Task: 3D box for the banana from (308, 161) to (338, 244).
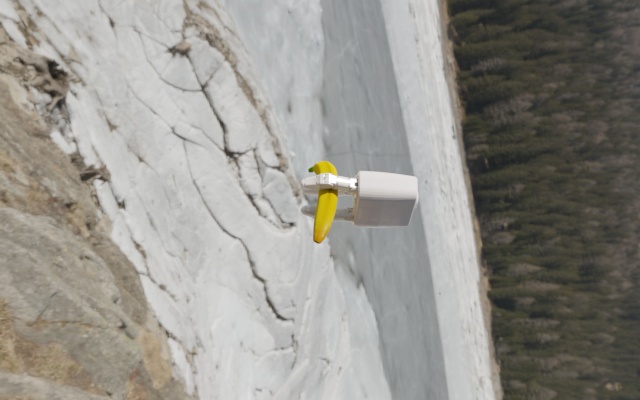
[{"bbox_3d":[0.007,-0.012,0.877,0.037,0.197,0.070,16,-48,-18],"label":"banana"}]
